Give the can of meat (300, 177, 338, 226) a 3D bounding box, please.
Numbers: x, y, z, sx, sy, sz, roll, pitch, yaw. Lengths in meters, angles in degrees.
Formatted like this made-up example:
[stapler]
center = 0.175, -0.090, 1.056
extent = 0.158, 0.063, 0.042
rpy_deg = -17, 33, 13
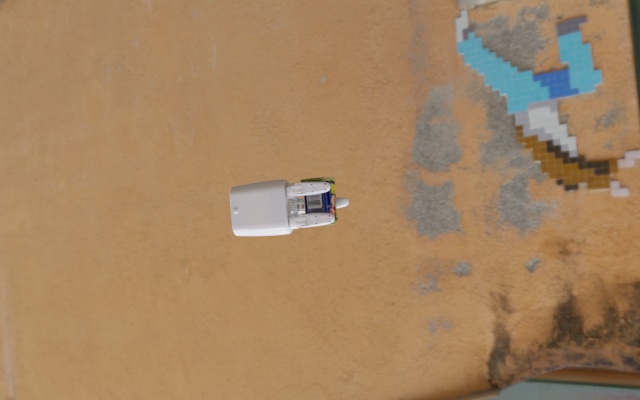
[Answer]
[can of meat]
center = 0.000, 0.003, 0.874
extent = 0.057, 0.084, 0.102
rpy_deg = -5, -2, 8
